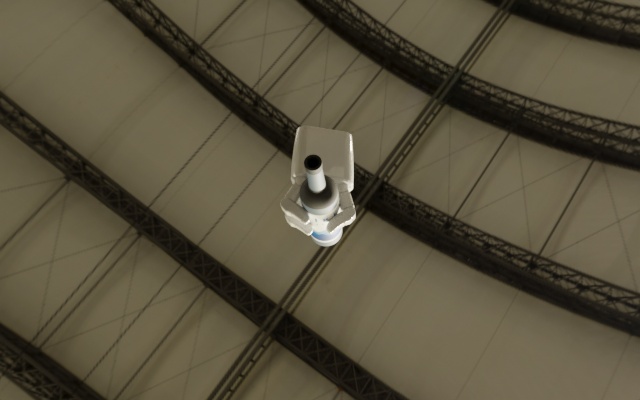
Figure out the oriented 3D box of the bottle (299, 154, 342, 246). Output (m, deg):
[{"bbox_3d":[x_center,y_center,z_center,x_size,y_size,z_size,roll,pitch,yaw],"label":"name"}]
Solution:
[{"bbox_3d":[0.000,0.003,0.842,0.069,0.069,0.296,0,-24,5],"label":"bottle"}]
